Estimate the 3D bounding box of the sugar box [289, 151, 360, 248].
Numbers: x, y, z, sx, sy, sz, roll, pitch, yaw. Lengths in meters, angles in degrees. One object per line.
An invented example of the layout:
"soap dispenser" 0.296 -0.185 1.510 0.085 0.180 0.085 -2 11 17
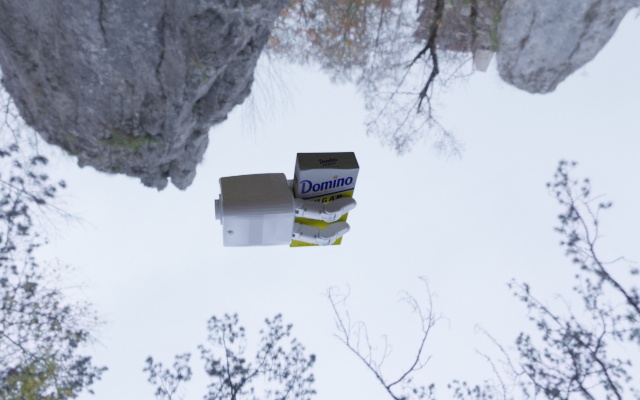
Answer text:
"sugar box" 0.000 0.003 0.762 0.093 0.048 0.176 -3 -43 -13
